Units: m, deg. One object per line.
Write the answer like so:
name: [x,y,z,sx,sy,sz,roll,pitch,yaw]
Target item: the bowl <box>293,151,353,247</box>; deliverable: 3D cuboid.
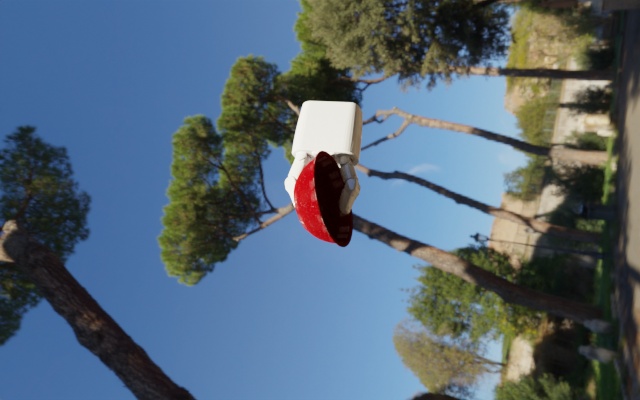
bowl: [0.000,0.004,0.788,0.055,0.162,0.162,-14,-5,20]
